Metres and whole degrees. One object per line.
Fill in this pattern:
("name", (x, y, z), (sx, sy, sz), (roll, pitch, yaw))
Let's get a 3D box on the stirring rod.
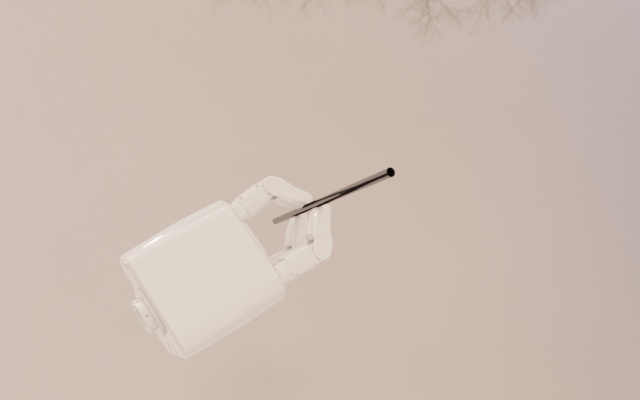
("stirring rod", (0.000, 0.002, 0.476), (0.011, 0.011, 0.239), (0, -11, -28))
